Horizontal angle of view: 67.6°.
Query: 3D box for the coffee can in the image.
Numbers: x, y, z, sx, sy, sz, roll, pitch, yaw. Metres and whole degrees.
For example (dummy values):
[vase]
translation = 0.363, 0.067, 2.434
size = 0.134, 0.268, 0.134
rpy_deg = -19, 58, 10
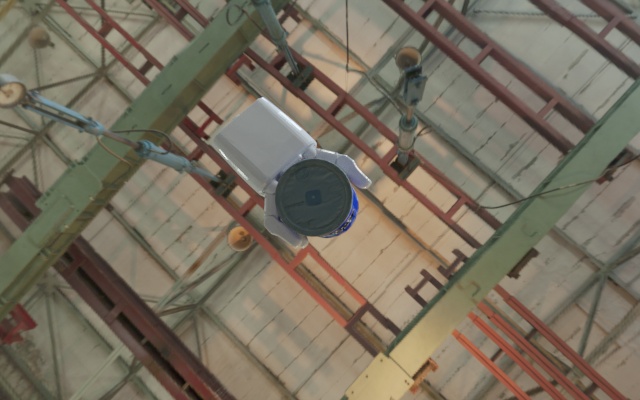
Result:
[coffee can]
translation = 0.000, 0.002, 0.686
size = 0.103, 0.103, 0.140
rpy_deg = 0, -5, 8
